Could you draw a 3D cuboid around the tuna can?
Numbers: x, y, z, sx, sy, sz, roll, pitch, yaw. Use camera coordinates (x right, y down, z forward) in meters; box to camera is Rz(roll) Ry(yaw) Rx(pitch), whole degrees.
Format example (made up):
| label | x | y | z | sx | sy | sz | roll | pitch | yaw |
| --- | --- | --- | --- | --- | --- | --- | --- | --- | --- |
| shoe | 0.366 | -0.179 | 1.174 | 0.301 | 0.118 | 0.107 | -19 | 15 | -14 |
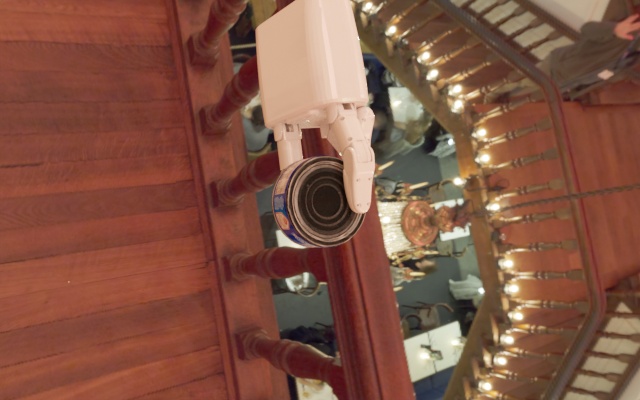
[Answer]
| label | x | y | z | sx | sy | sz | roll | pitch | yaw |
| --- | --- | --- | --- | --- | --- | --- | --- | --- | --- |
| tuna can | 0.000 | 0.001 | 0.444 | 0.086 | 0.086 | 0.034 | 0 | -3 | -28 |
